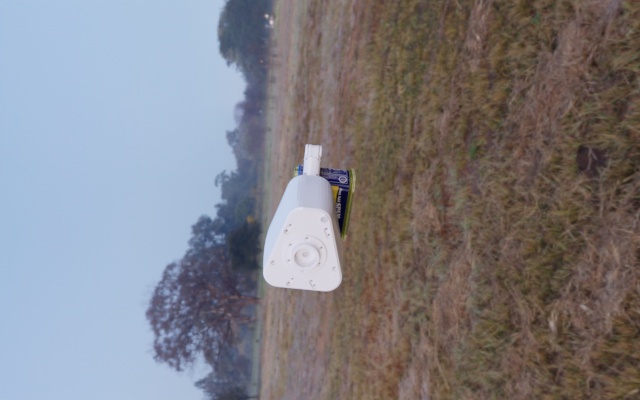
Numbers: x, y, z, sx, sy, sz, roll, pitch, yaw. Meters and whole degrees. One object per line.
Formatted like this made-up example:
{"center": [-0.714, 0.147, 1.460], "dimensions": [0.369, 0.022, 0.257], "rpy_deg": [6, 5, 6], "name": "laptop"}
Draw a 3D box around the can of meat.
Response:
{"center": [0.000, 0.002, 0.678], "dimensions": [0.084, 0.102, 0.057], "rpy_deg": [6, 26, -3], "name": "can of meat"}
